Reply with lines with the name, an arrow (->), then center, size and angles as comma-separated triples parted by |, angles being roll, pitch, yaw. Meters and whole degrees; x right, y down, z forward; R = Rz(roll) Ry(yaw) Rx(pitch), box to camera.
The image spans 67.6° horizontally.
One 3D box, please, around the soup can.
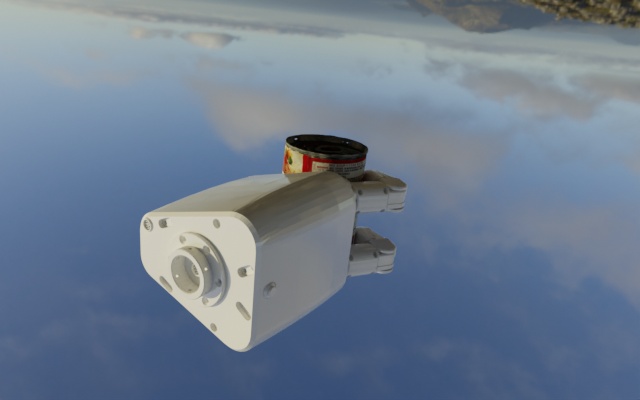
soup can -> 0.000, 0.001, 0.405 | 0.068, 0.102, 0.068 | 6, 20, -2
